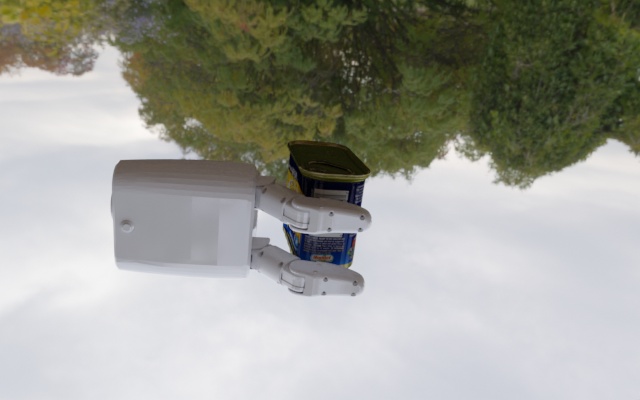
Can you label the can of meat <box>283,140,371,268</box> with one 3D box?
[{"bbox_3d":[0.000,0.002,0.413,0.057,0.084,0.102,3,20,-13],"label":"can of meat"}]
